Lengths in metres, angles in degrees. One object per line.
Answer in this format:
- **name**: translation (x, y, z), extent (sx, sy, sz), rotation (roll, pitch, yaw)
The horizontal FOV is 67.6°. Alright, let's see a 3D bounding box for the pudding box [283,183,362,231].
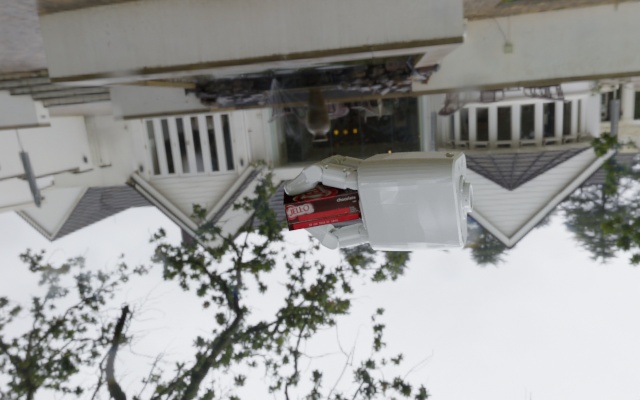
- **pudding box**: translation (0.000, 0.002, 0.598), extent (0.090, 0.039, 0.113), rotation (-9, 10, -2)
